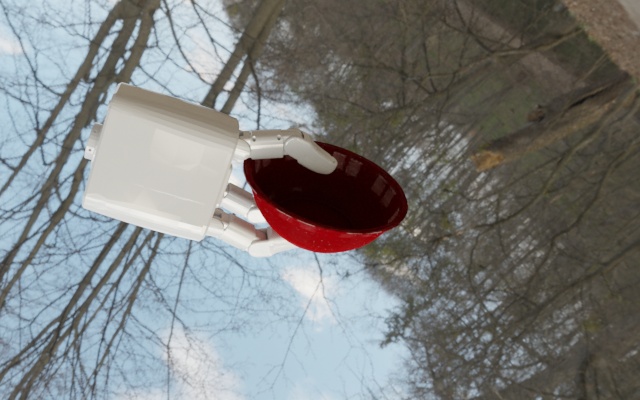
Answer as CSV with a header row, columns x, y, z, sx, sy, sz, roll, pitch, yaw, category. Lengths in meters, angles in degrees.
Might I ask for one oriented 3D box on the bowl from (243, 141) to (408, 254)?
x,y,z,sx,sy,sz,roll,pitch,yaw,category
0.001,0.002,0.467,0.162,0.055,0.162,13,31,-8,bowl
